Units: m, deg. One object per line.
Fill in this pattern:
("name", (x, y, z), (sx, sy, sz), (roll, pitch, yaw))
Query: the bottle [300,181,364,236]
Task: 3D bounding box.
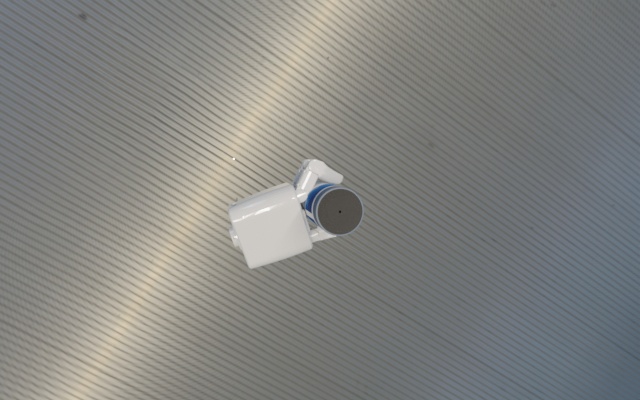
("bottle", (0.000, 0.003, 0.781), (0.069, 0.069, 0.295), (0, 5, -10))
